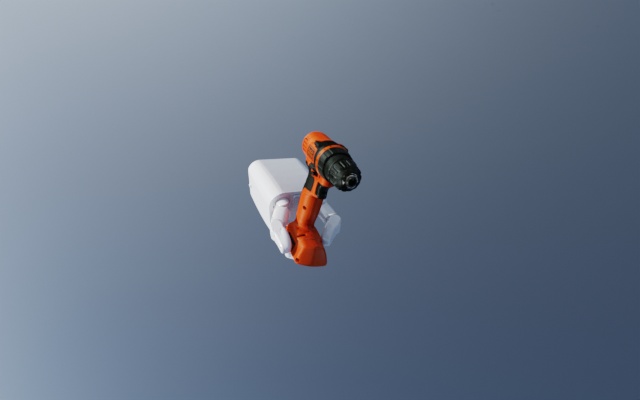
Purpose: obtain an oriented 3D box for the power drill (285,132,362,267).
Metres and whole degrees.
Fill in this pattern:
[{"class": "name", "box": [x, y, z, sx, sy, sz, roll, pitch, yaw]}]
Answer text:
[{"class": "power drill", "box": [0.000, 0.003, 0.724, 0.057, 0.188, 0.184, 9, 20, -19]}]
